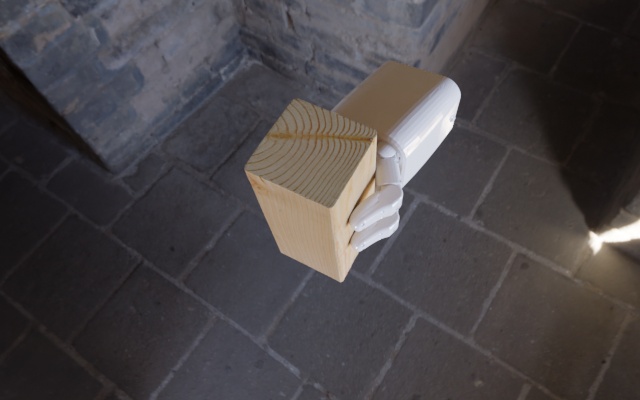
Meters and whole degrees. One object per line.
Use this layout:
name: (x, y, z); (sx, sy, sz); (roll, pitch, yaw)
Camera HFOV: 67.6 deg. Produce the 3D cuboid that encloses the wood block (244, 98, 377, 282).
wood block: (0.000, 0.001, 0.510); (0.091, 0.090, 0.206); (25, -22, 17)
